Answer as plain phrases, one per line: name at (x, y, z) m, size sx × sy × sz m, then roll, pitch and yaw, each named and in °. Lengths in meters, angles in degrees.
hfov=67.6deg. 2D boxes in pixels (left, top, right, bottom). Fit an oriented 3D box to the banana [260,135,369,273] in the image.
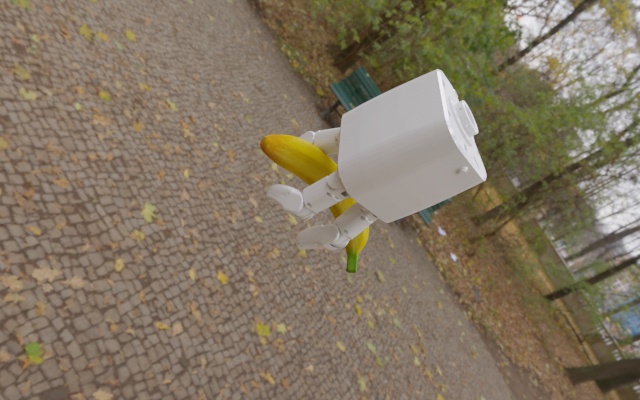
banana at (0.007, -0.009, 0.520) m, size 0.037 × 0.198 × 0.069 m, roll -14°, pitch 36°, yaw 33°
